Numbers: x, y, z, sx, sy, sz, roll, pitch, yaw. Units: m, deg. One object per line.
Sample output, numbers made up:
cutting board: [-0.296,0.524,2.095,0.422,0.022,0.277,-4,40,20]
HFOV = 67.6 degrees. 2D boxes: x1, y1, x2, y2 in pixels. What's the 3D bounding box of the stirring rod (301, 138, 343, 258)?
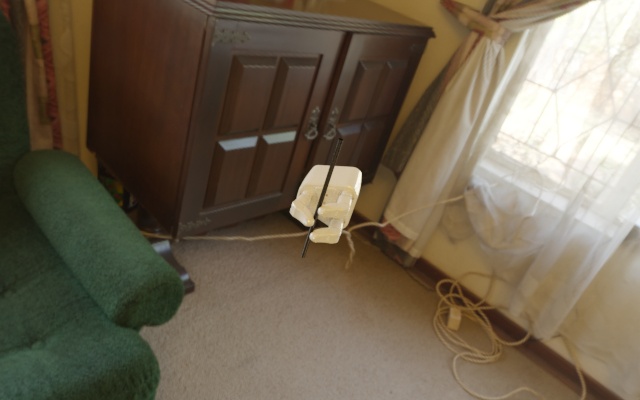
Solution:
stirring rod: [0.000,0.003,0.821,0.011,0.240,0.011,14,29,-8]
